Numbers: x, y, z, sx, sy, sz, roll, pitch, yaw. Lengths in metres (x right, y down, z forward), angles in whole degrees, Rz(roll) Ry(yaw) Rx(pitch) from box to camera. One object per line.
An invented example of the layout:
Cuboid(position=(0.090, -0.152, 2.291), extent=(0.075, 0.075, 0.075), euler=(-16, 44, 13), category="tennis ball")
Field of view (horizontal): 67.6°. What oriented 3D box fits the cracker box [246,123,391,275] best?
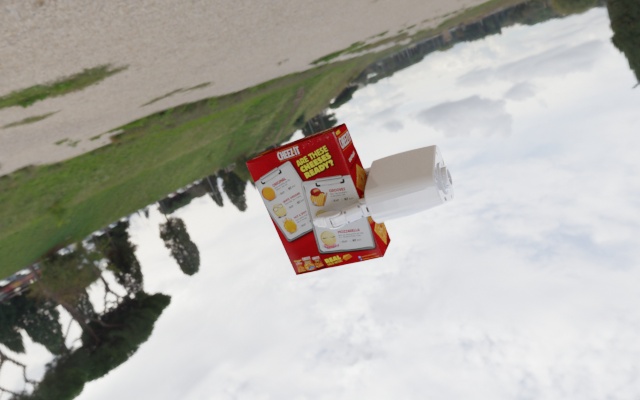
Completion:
Cuboid(position=(0.000, 0.003, 0.778), extent=(0.164, 0.214, 0.072), euler=(-16, 15, 26), category="cracker box")
